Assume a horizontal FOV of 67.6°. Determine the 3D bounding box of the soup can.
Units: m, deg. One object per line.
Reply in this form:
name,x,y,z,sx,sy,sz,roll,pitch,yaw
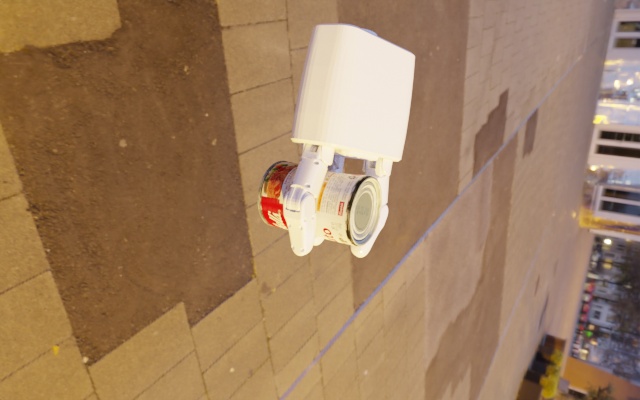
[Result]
soup can,0.000,0.002,0.462,0.102,0.068,0.068,12,6,31
